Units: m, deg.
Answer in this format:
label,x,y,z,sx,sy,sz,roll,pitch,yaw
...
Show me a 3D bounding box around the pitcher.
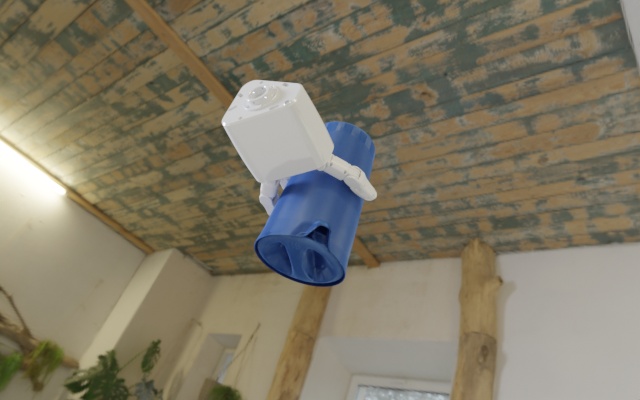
label,x,y,z,sx,sy,sz,roll,pitch,yaw
pitcher,0.000,0.002,0.732,0.149,0.242,0.145,-1,-40,30
